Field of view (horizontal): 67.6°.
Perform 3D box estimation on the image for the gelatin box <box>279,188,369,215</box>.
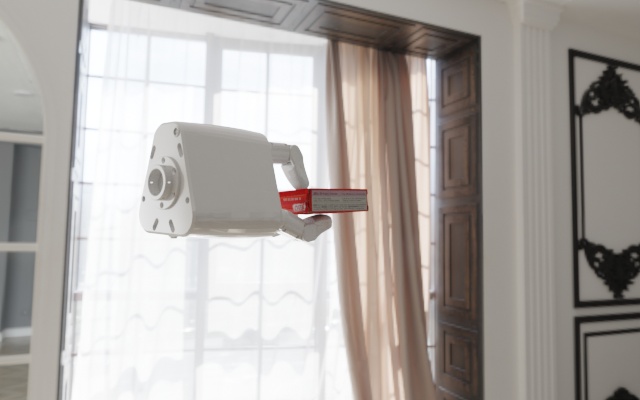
[{"bbox_3d":[0.000,0.001,0.566,0.089,0.030,0.073,-1,-1,-37],"label":"gelatin box"}]
